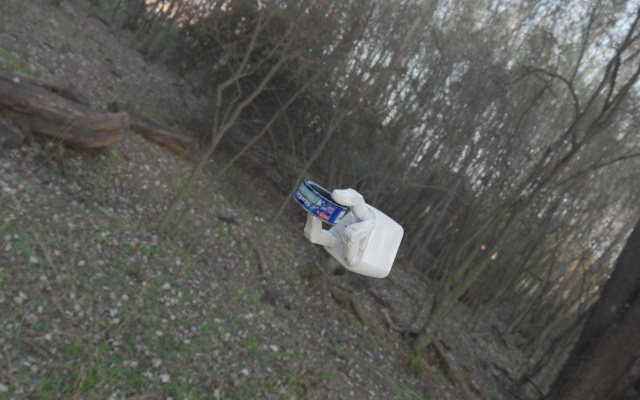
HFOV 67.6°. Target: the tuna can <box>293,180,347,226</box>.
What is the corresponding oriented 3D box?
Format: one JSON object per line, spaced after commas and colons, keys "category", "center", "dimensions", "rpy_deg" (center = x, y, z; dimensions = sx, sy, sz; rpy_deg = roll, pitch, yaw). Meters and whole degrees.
{"category": "tuna can", "center": [0.000, 0.002, 0.774], "dimensions": [0.086, 0.034, 0.086], "rpy_deg": [33, 11, -7]}
